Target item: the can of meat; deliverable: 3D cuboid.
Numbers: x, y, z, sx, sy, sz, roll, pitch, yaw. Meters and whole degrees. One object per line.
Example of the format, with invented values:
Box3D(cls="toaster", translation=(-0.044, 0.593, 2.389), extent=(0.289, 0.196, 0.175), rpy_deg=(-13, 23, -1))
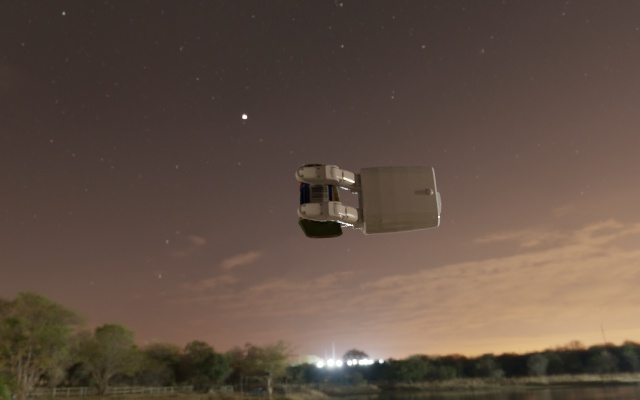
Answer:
Box3D(cls="can of meat", translation=(0.000, 0.002, 0.713), extent=(0.057, 0.084, 0.102), rpy_deg=(-4, -21, 7))
